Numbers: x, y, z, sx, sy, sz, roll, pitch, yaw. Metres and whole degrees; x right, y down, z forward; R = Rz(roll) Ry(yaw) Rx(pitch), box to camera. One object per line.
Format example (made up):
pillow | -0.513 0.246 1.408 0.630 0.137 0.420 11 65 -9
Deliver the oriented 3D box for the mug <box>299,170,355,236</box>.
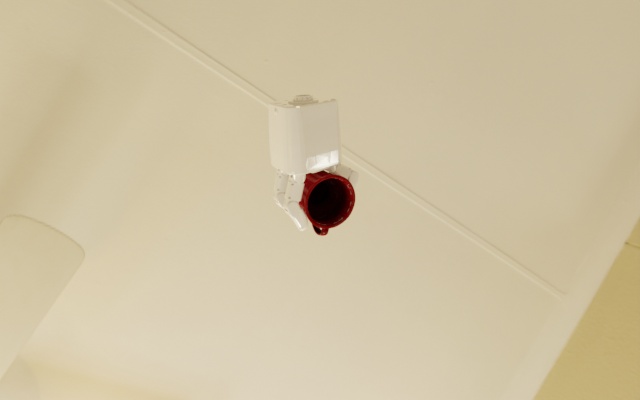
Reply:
mug | 0.000 0.004 0.820 0.093 0.117 0.081 -9 20 -23
